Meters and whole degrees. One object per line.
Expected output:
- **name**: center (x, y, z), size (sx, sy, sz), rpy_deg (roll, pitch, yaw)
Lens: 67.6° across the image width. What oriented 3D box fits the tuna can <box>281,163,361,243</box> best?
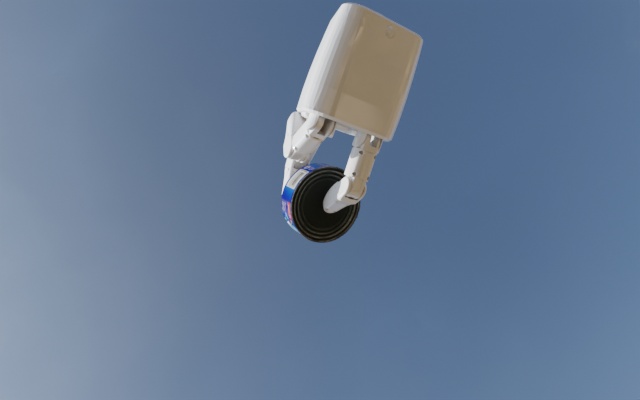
- **tuna can**: center (0.000, 0.002, 0.535), size (0.086, 0.086, 0.033), rpy_deg (0, 12, -27)
